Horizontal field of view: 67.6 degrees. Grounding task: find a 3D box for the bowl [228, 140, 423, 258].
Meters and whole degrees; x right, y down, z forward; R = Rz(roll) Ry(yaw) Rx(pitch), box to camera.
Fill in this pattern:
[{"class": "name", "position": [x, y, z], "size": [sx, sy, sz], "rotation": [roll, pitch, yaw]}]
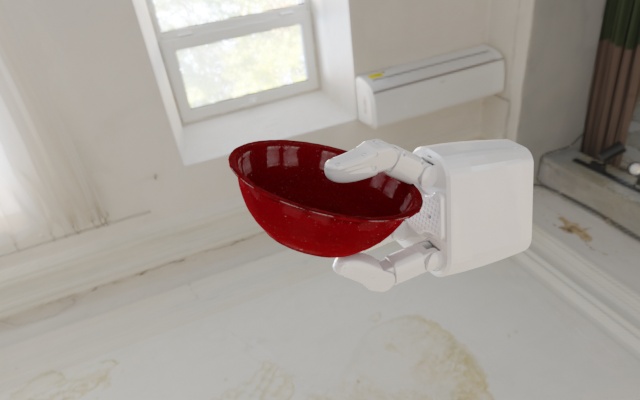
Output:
[{"class": "bowl", "position": [-0.001, 0.002, 0.402], "size": [0.162, 0.055, 0.162], "rotation": [12, 22, -5]}]
